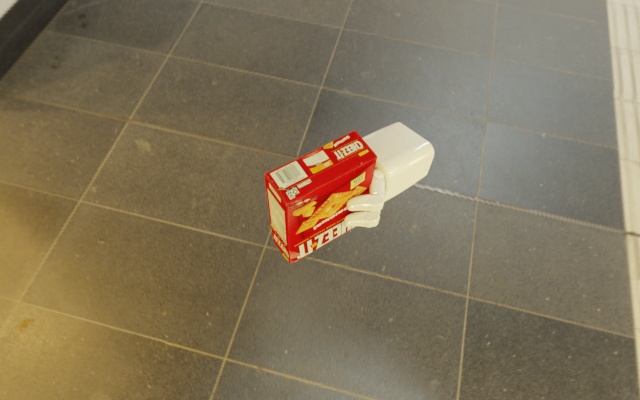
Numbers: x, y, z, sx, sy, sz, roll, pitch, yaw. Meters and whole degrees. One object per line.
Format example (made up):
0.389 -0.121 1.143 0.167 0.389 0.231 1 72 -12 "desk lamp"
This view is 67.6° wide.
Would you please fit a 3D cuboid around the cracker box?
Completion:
0.000 0.002 0.794 0.164 0.072 0.214 -28 -27 -17 "cracker box"
